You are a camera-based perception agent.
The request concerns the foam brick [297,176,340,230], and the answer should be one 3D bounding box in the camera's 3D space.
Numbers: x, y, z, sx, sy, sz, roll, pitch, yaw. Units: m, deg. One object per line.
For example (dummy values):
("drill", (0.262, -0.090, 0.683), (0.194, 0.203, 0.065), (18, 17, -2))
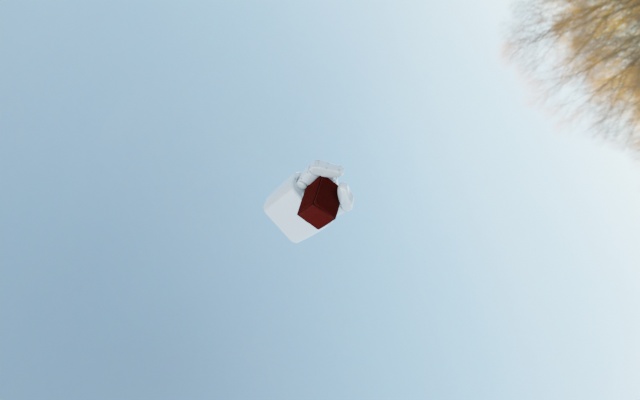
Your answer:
("foam brick", (0.000, 0.003, 0.863), (0.053, 0.078, 0.051), (37, -46, -20))
